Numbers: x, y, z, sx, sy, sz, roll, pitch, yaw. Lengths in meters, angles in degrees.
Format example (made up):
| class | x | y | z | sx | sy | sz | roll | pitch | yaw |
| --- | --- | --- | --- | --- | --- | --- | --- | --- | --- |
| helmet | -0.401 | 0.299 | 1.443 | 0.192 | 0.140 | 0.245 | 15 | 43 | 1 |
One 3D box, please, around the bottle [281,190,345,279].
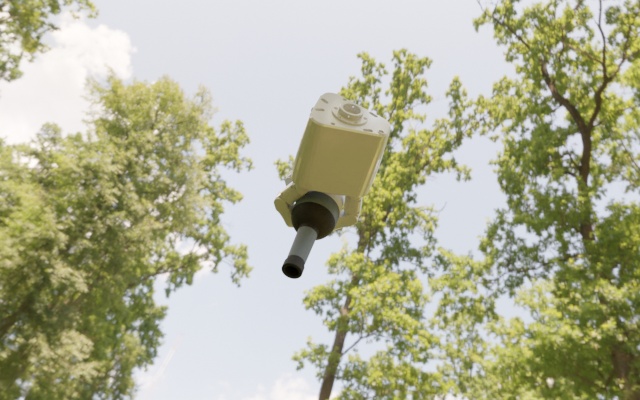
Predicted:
| class | x | y | z | sx | sy | sz | roll | pitch | yaw |
| --- | --- | --- | --- | --- | --- | --- | --- | --- | --- |
| bottle | 0.000 | 0.002 | 0.711 | 0.069 | 0.069 | 0.295 | 0 | 36 | 18 |
